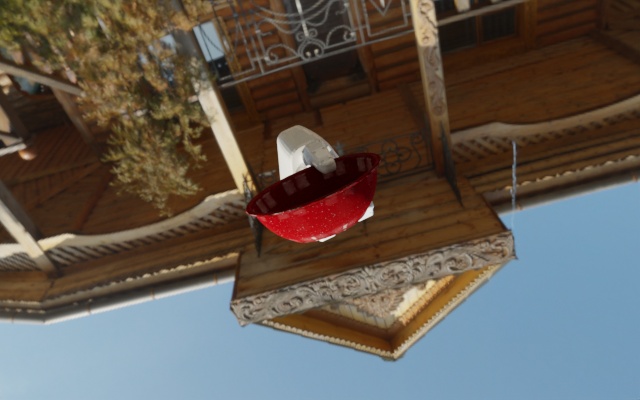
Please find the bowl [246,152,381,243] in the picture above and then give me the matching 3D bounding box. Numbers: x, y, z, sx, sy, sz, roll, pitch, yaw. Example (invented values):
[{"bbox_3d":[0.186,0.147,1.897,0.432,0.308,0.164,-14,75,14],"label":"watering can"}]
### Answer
[{"bbox_3d":[0.000,0.003,0.541,0.162,0.055,0.162,-20,15,6],"label":"bowl"}]
